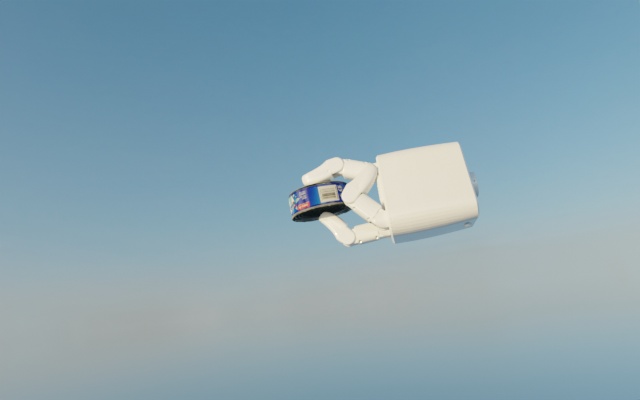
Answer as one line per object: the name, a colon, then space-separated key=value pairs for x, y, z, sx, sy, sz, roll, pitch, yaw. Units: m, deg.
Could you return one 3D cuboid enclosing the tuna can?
tuna can: x=0.000 y=0.002 z=0.651 sx=0.086 sy=0.033 sz=0.086 roll=-12 pitch=-13 yaw=-3
